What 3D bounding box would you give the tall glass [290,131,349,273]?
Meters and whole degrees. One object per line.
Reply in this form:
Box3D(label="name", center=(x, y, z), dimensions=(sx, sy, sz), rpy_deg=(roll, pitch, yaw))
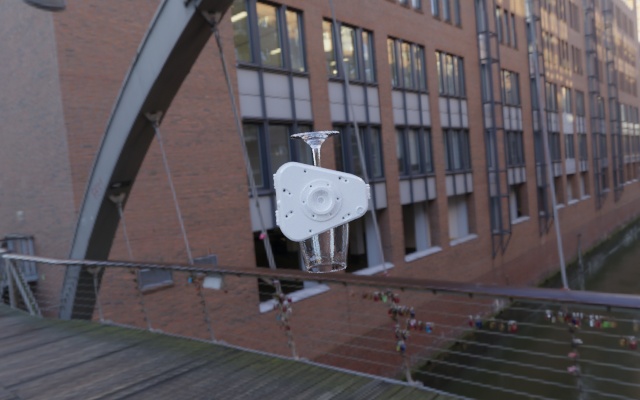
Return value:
Box3D(label="tall glass", center=(0.000, 0.002, 0.705), dimensions=(0.079, 0.201, 0.079), rpy_deg=(-5, 3, 0))
